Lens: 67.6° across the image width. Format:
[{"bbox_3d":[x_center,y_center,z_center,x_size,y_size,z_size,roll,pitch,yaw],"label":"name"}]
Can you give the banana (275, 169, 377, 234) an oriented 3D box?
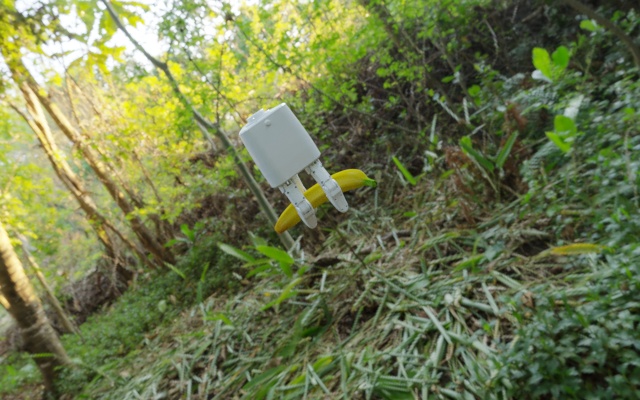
[{"bbox_3d":[0.002,-0.007,0.847,0.198,0.037,0.069,-28,24,11],"label":"banana"}]
